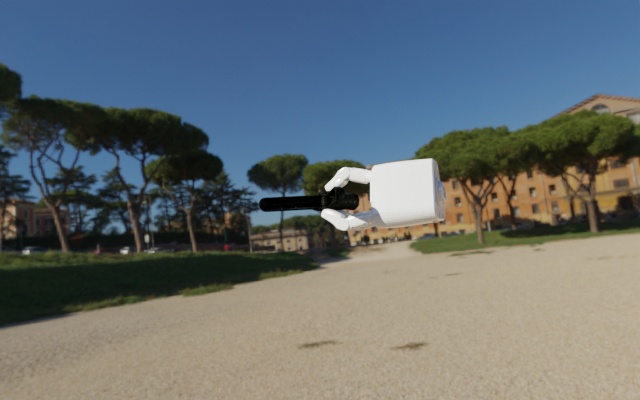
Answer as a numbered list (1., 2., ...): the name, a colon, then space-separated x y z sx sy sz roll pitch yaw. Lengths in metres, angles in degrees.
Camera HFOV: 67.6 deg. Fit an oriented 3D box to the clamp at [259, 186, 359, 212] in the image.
1. clamp: 0.001 0.002 0.872 0.164 0.036 0.210 -6 -6 24
